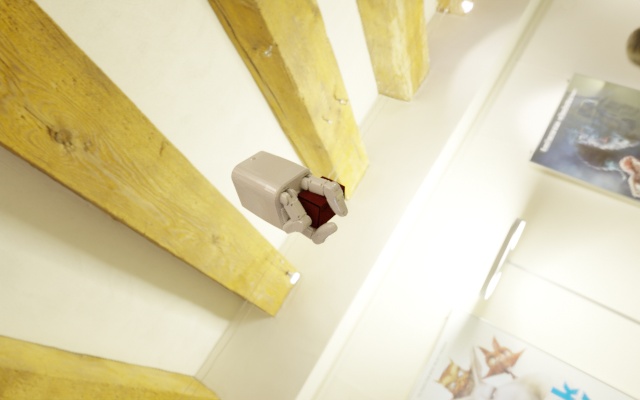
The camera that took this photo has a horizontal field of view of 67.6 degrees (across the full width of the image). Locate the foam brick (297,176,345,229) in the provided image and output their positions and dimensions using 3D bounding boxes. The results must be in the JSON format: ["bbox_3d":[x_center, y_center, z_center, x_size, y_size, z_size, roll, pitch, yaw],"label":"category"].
[{"bbox_3d":[0.000,0.003,0.822,0.051,0.053,0.078,26,42,26],"label":"foam brick"}]
